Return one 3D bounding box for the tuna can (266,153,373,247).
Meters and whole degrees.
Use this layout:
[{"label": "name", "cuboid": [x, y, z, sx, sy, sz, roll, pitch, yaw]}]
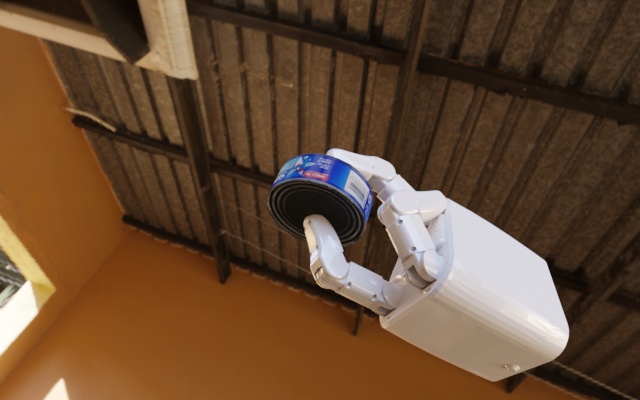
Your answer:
[{"label": "tuna can", "cuboid": [0.000, 0.001, 0.403, 0.086, 0.033, 0.086, 13, -38, 11]}]
